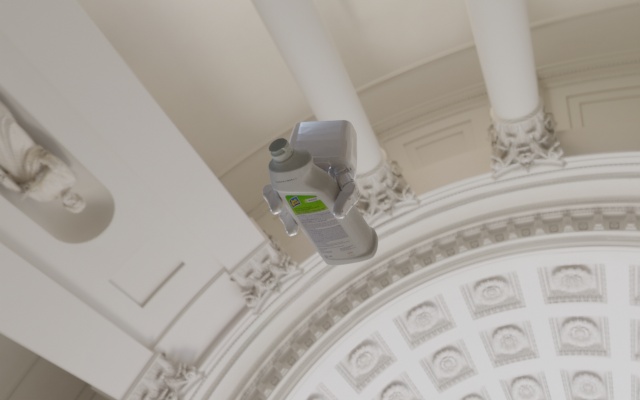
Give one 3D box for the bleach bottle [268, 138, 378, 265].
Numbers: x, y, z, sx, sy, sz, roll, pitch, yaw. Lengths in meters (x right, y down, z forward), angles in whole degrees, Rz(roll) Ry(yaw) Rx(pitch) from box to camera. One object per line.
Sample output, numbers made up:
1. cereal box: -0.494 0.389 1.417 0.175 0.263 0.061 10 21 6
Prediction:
1. bleach bottle: 0.000 0.003 0.740 0.102 0.068 0.251 -14 -47 22
